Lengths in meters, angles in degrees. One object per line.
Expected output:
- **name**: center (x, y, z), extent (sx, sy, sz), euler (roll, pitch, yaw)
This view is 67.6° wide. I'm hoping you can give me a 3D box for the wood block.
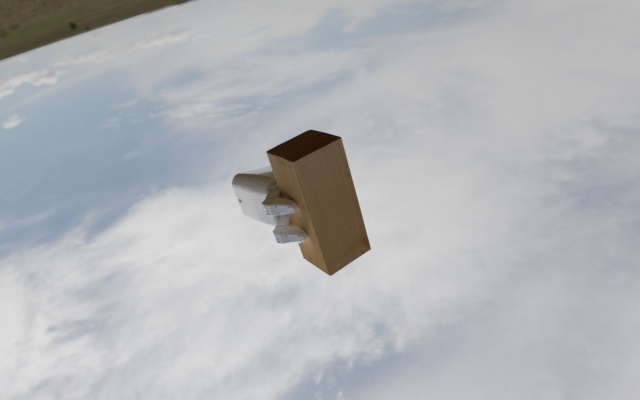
- **wood block**: center (0.000, 0.002, 0.766), extent (0.091, 0.206, 0.090), euler (-31, 30, -24)
